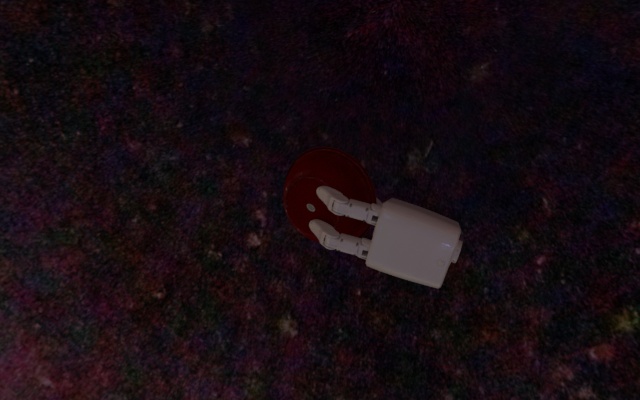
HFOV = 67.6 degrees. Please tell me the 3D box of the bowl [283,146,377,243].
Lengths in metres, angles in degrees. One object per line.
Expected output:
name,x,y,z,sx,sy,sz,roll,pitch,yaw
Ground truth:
bowl,-0.001,0.002,0.723,0.162,0.162,0.055,0,16,30
